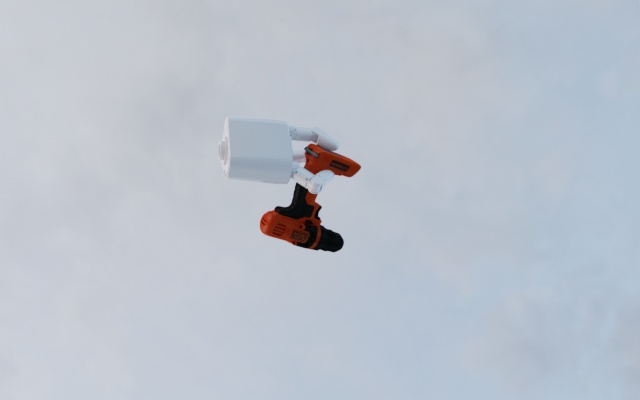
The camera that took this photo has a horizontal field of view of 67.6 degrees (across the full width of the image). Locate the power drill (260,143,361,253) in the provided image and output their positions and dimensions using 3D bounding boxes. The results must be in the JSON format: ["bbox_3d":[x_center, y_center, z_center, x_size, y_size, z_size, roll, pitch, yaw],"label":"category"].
[{"bbox_3d":[0.000,0.002,0.878,0.184,0.188,0.057,19,11,-37],"label":"power drill"}]
